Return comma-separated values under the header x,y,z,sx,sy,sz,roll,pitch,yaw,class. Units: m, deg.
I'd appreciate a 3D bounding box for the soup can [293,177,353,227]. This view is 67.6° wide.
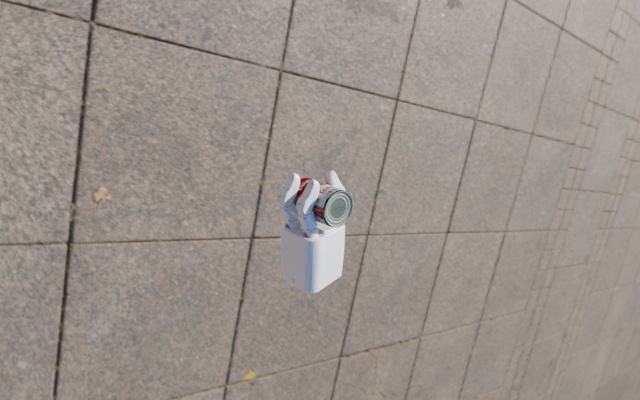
x,y,z,sx,sy,sz,roll,pitch,yaw,class
0.000,0.002,0.844,0.068,0.068,0.102,0,14,-40,soup can
